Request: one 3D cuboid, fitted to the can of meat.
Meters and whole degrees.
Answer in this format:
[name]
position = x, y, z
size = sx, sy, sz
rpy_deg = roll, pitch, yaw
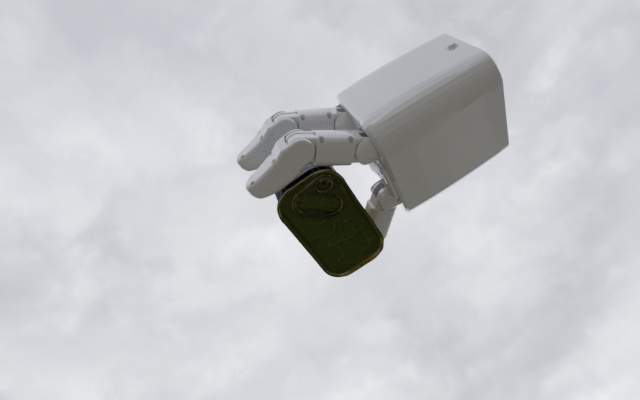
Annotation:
[can of meat]
position = 0.000, 0.001, 0.408
size = 0.057, 0.102, 0.084
rpy_deg = -34, 33, 5
